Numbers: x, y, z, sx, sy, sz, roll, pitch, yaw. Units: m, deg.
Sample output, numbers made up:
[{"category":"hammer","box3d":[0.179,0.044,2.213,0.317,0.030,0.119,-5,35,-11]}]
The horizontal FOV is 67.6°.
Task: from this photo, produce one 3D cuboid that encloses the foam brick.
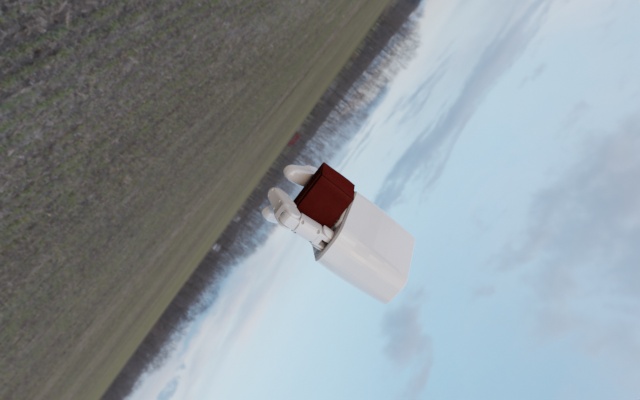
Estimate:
[{"category":"foam brick","box3d":[0.000,0.002,0.590,0.051,0.078,0.053,35,21,-8]}]
